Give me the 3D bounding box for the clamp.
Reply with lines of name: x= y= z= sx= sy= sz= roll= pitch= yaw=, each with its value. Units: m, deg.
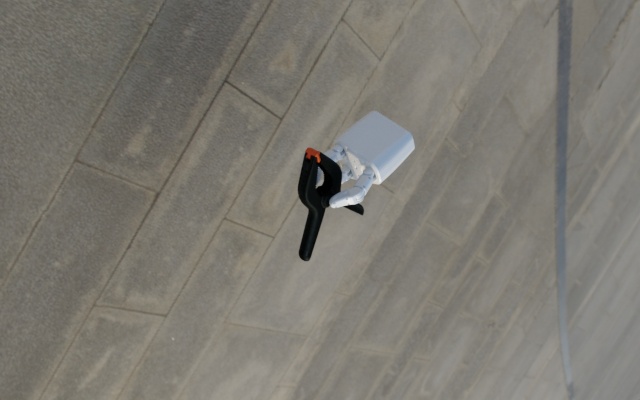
clamp: x=0.001 y=0.003 z=0.849 sx=0.036 sy=0.210 sz=0.164 roll=28 pitch=62 yaw=39
